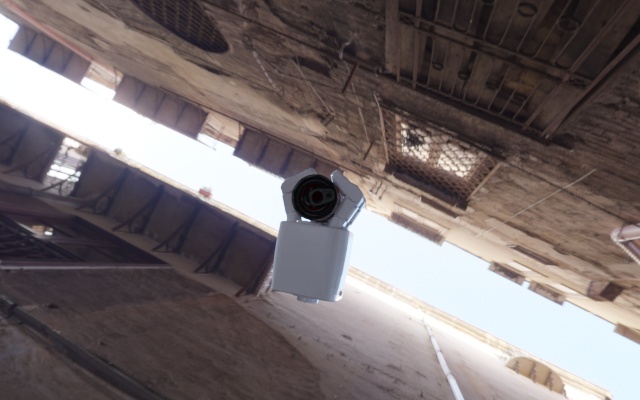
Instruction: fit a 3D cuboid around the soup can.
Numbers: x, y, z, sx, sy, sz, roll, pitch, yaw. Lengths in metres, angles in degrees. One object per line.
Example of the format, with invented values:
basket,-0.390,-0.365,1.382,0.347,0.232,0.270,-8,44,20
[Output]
soup can,0.000,0.002,0.732,0.068,0.068,0.102,0,-8,10
